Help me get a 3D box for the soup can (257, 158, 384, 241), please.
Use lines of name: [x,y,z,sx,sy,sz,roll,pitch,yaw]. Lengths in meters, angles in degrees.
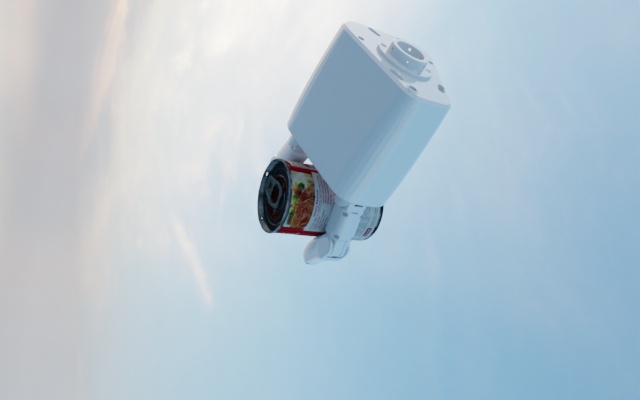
soup can: [0.000,0.002,0.453,0.102,0.068,0.068,8,-4,-30]
